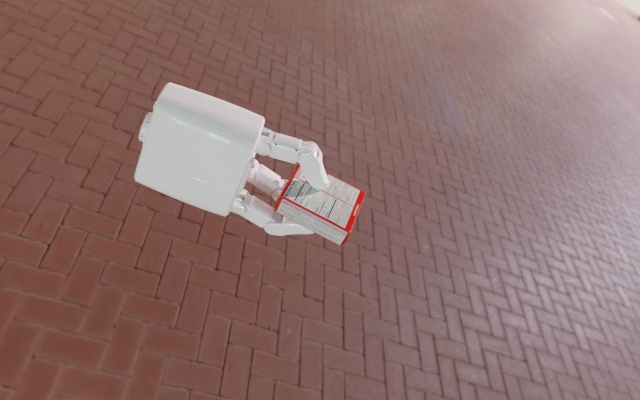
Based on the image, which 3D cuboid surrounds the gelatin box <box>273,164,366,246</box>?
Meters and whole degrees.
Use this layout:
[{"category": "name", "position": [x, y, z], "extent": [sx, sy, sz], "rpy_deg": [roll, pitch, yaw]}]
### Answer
[{"category": "gelatin box", "position": [0.001, 0.002, 0.548], "extent": [0.089, 0.030, 0.073], "rpy_deg": [27, 43, -1]}]
